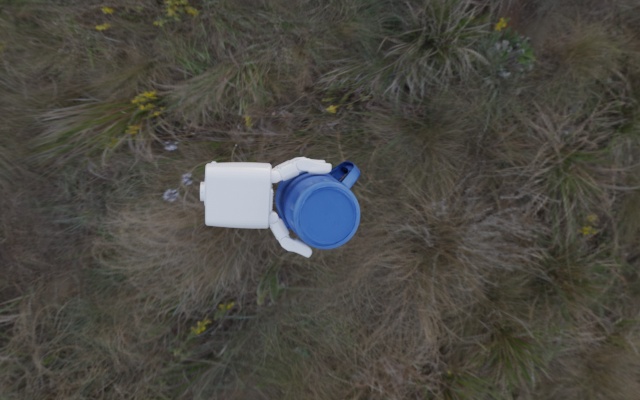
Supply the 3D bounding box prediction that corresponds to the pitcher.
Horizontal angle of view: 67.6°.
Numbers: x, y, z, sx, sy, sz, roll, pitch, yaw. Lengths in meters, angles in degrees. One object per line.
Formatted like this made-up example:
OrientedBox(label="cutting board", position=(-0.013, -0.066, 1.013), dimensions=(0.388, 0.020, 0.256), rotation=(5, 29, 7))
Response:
OrientedBox(label="pitcher", position=(0.000, 0.003, 0.849), dimensions=(0.145, 0.149, 0.243), rotation=(3, 6, -9))
